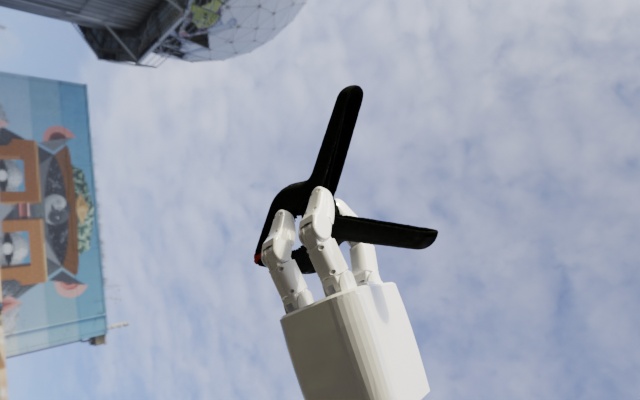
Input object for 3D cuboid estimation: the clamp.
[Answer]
[{"bbox_3d":[0.000,0.002,0.469,0.036,0.164,0.210,1,-25,-47],"label":"clamp"}]
